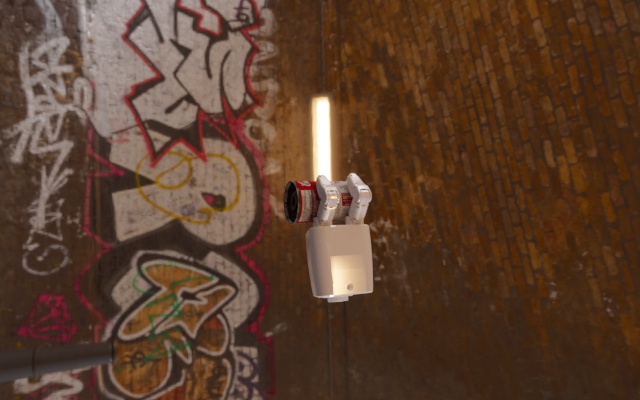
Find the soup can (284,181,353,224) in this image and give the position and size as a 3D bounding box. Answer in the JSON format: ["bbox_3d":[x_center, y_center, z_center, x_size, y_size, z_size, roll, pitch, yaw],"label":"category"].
[{"bbox_3d":[0.000,0.002,0.761,0.102,0.068,0.068,-1,0,-23],"label":"soup can"}]
